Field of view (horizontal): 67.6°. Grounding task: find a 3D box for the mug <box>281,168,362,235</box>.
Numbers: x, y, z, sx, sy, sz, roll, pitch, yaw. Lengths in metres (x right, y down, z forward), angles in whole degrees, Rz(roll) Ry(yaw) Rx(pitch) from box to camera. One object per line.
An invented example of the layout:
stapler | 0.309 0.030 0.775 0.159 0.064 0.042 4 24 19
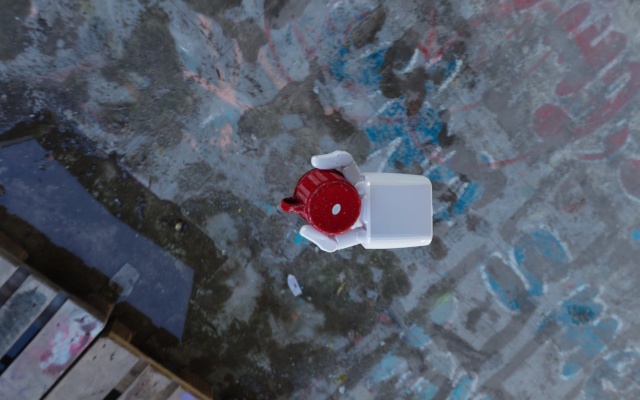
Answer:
mug | -0.001 0.002 0.702 0.117 0.093 0.081 -3 13 -12
